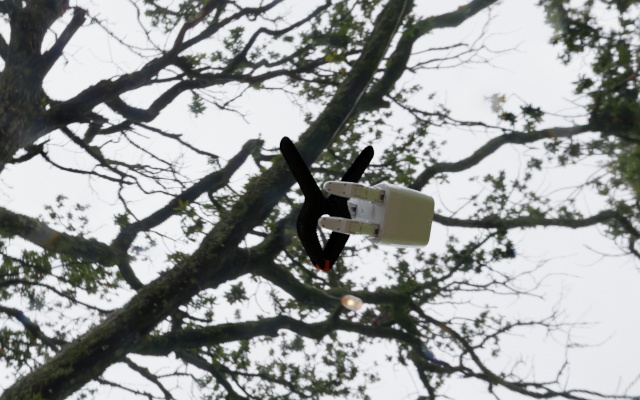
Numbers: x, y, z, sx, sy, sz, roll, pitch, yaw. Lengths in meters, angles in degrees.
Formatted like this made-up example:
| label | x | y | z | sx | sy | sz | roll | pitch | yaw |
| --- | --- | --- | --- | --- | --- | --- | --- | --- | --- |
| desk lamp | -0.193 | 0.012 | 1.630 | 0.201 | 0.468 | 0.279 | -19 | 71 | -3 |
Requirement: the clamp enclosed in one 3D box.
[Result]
| label | x | y | z | sx | sy | sz | roll | pitch | yaw |
| --- | --- | --- | --- | --- | --- | --- | --- | --- | --- |
| clamp | 0.000 | 0.003 | 0.738 | 0.164 | 0.210 | 0.036 | 10 | -2 | -28 |
